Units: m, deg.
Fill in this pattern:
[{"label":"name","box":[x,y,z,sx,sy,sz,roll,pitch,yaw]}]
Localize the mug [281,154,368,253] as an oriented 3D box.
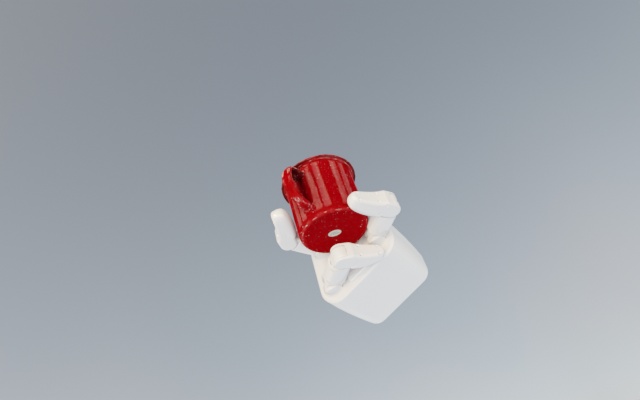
[{"label":"mug","box":[-0.001,0.001,0.550,0.093,0.081,0.117,-36,-44,18]}]
